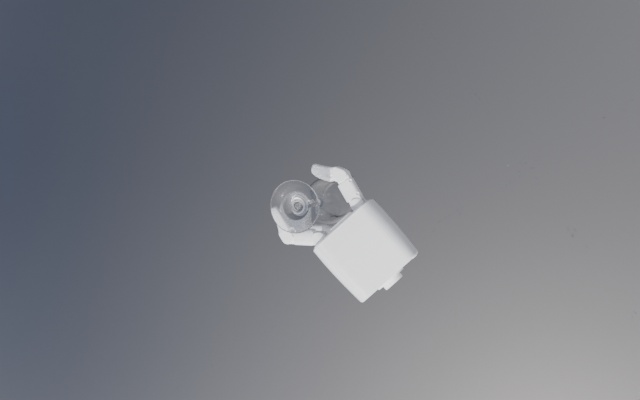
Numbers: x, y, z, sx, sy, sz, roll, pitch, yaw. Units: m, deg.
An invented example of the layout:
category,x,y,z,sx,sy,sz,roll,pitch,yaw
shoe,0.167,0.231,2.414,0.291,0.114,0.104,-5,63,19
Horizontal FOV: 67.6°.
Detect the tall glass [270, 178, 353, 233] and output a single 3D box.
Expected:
category,x,y,z,sx,sy,sz,roll,pitch,yaw
tall glass,0.000,0.002,0.750,0.079,0.079,0.201,0,4,21
